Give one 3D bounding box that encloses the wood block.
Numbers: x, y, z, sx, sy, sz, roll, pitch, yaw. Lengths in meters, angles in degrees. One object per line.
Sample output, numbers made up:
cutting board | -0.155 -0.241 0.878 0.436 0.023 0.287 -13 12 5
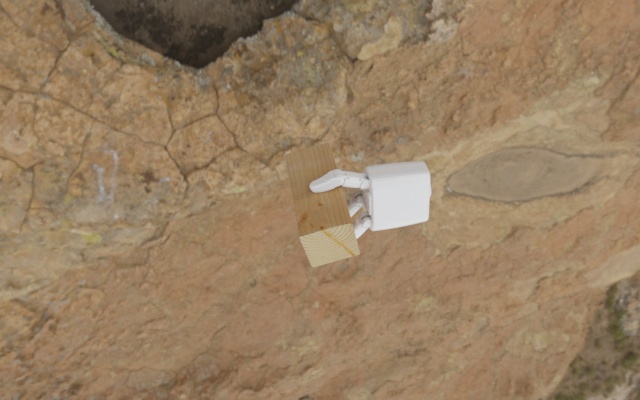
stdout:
wood block | 0.000 0.003 0.860 0.090 0.206 0.091 -15 -44 2
